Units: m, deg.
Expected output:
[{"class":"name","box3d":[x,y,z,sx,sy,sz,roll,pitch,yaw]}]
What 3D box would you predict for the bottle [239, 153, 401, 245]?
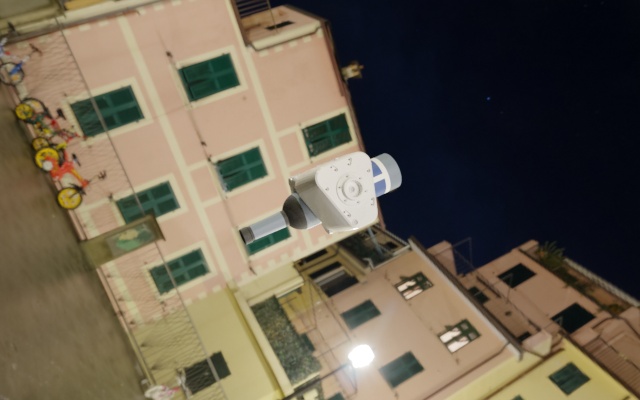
[{"class":"bottle","box3d":[0.000,0.003,0.825,0.295,0.069,0.069,-24,8,-17]}]
